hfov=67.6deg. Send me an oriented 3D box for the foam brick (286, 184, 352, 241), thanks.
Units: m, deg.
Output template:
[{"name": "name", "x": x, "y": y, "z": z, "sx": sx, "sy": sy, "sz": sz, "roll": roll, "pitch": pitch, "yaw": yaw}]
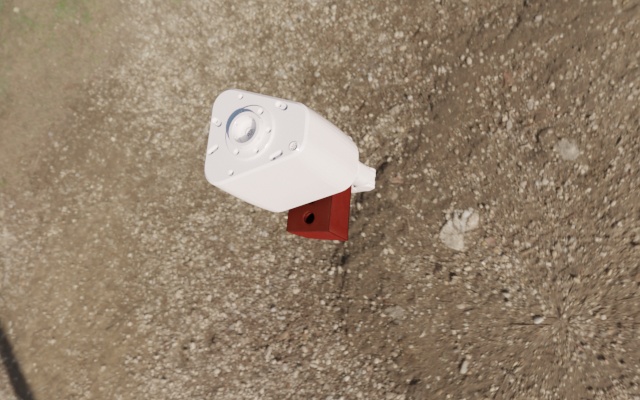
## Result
[{"name": "foam brick", "x": 0.000, "y": 0.002, "z": 0.521, "sx": 0.053, "sy": 0.078, "sz": 0.051, "roll": -1, "pitch": -12, "yaw": 26}]
